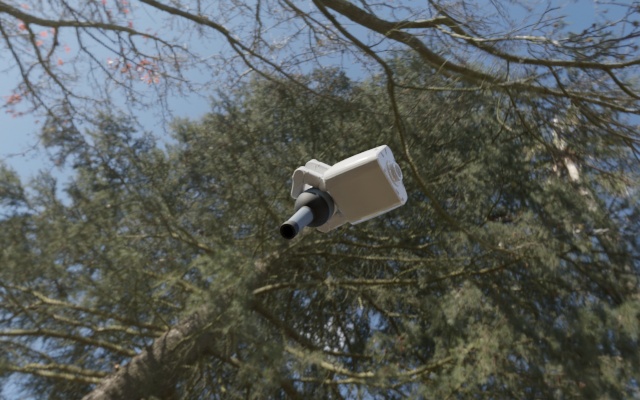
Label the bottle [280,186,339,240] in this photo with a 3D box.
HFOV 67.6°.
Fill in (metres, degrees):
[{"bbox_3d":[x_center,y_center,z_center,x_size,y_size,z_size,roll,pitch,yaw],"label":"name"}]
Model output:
[{"bbox_3d":[0.000,0.003,0.867,0.069,0.069,0.295,0,18,21],"label":"bottle"}]
